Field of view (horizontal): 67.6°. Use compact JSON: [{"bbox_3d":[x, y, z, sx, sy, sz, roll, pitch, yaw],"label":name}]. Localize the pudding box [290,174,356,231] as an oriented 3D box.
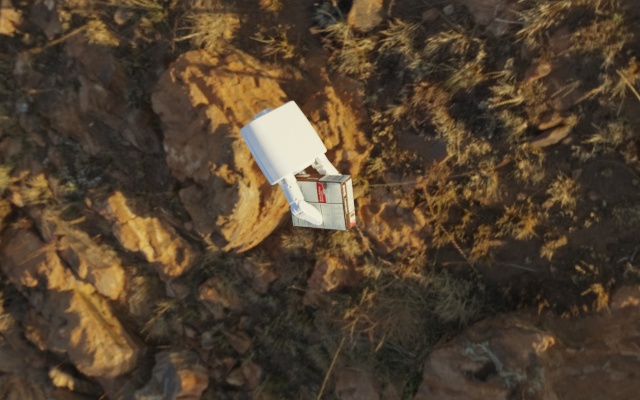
[{"bbox_3d":[0.000,0.003,0.821,0.113,0.090,0.039,4,23,30],"label":"pudding box"}]
